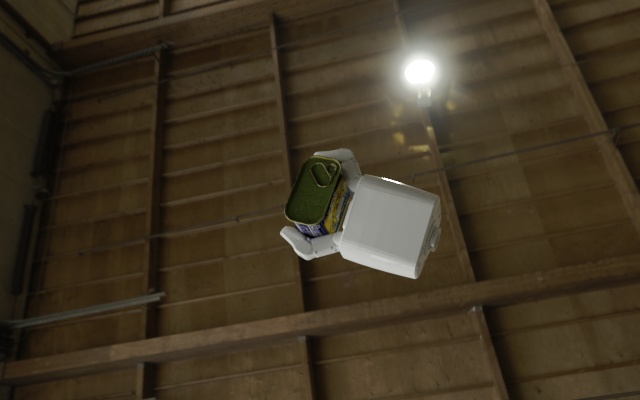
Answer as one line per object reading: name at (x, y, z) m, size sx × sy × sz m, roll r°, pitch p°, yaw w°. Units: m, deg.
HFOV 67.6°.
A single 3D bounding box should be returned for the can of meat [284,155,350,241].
can of meat at (0.000, 0.002, 0.668) m, size 0.057 × 0.102 × 0.084 m, roll 12°, pitch -22°, yaw 21°
